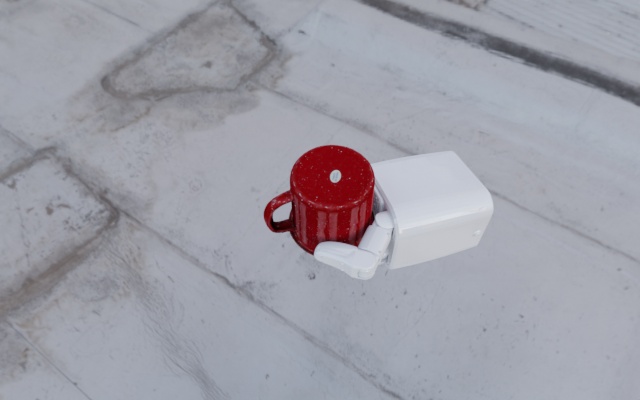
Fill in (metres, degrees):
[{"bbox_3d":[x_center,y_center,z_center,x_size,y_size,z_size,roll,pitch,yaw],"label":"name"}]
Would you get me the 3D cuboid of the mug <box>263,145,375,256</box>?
[{"bbox_3d":[-0.001,0.002,0.478,0.117,0.093,0.082,-13,-35,-9],"label":"mug"}]
